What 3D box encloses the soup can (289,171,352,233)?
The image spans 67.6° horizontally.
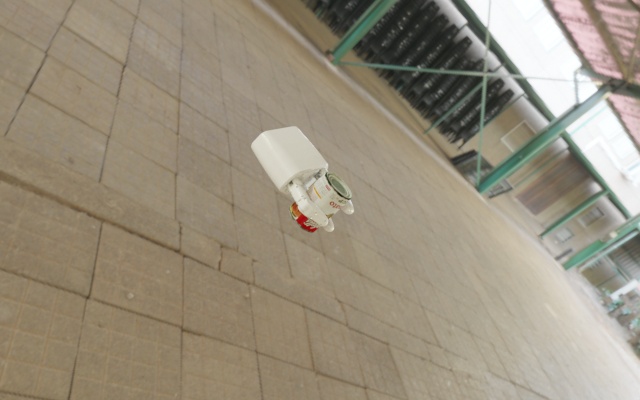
[{"bbox_3d":[0.001,0.003,0.880,0.102,0.068,0.068,-42,-19,22],"label":"soup can"}]
